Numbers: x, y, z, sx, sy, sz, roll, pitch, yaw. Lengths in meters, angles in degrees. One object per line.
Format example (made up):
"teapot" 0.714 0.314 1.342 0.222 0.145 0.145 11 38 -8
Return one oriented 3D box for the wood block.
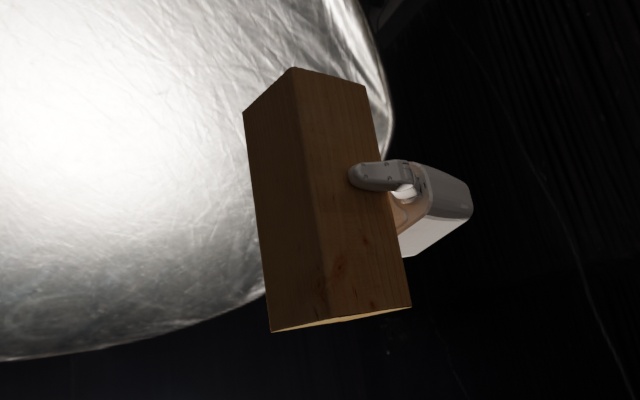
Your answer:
"wood block" 0.001 0.001 0.424 0.090 0.206 0.091 3 -20 -39
